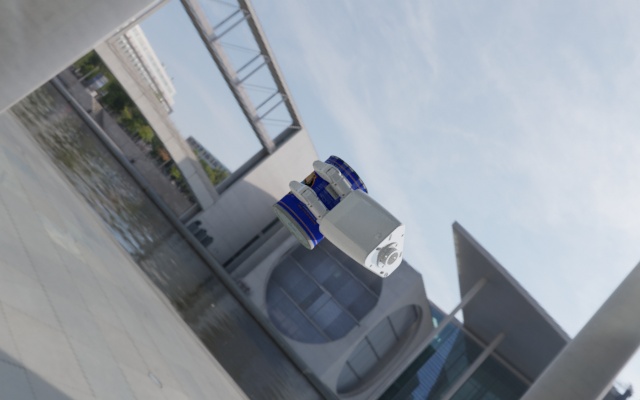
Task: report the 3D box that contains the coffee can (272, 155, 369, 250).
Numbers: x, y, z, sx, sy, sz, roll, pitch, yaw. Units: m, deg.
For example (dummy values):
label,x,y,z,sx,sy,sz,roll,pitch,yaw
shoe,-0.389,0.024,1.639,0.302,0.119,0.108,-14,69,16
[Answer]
label,x,y,z,sx,sy,sz,roll,pitch,yaw
coffee can,0.000,0.003,0.847,0.140,0.103,0.103,-42,11,-12
